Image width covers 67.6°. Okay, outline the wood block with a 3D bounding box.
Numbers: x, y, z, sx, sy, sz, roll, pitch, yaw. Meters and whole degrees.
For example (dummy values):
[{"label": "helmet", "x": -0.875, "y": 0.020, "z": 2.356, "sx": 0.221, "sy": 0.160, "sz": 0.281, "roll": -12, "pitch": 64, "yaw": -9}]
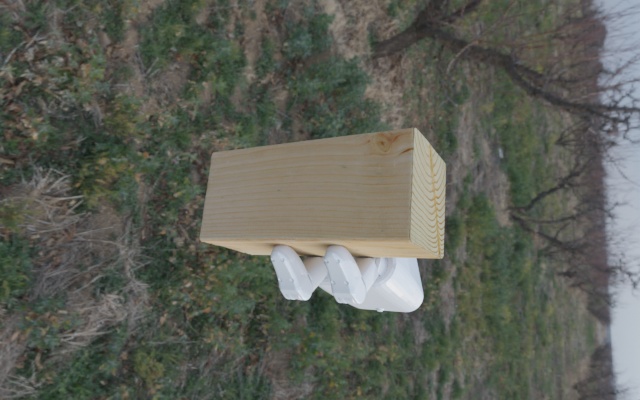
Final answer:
[{"label": "wood block", "x": 0.000, "y": 0.001, "z": 0.440, "sx": 0.206, "sy": 0.090, "sz": 0.090, "roll": -3, "pitch": -16, "yaw": 30}]
